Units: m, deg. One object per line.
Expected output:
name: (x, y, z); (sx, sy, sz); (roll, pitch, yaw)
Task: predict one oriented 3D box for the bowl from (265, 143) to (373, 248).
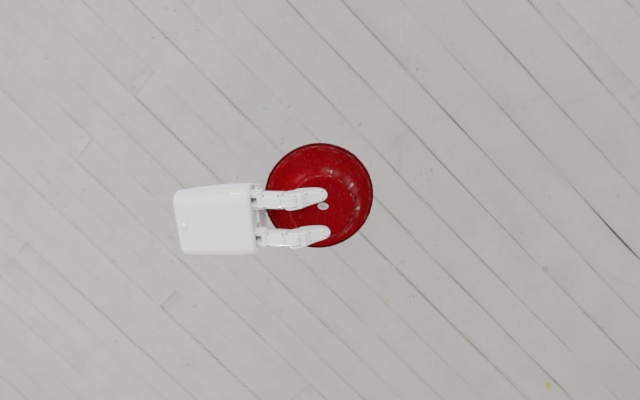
bowl: (0.001, 0.002, 0.680); (0.162, 0.162, 0.055); (0, 17, -5)
